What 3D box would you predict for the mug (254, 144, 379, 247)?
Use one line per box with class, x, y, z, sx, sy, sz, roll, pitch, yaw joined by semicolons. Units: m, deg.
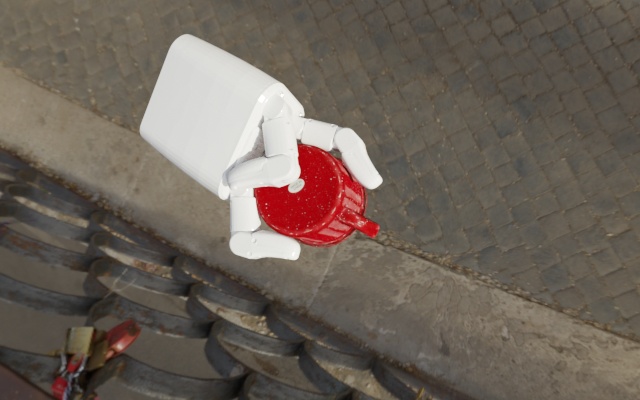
mug;0.001;0.002;0.436;0.117;0.093;0.081;32;2;17
